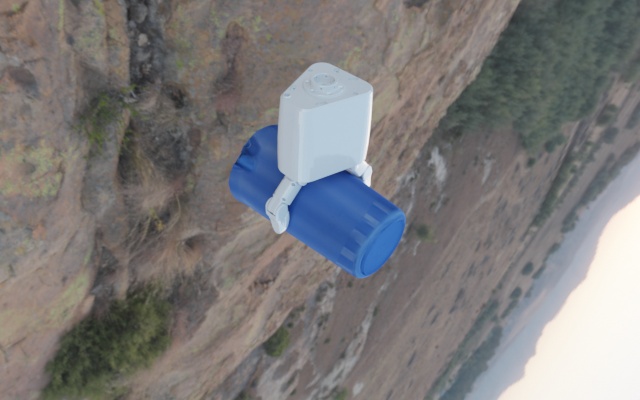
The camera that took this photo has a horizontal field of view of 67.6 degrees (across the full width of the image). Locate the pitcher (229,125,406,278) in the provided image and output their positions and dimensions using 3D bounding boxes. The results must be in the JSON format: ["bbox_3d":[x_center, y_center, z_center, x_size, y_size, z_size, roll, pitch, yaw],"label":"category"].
[{"bbox_3d":[0.000,0.002,0.688,0.242,0.145,0.149,34,52,27],"label":"pitcher"}]
